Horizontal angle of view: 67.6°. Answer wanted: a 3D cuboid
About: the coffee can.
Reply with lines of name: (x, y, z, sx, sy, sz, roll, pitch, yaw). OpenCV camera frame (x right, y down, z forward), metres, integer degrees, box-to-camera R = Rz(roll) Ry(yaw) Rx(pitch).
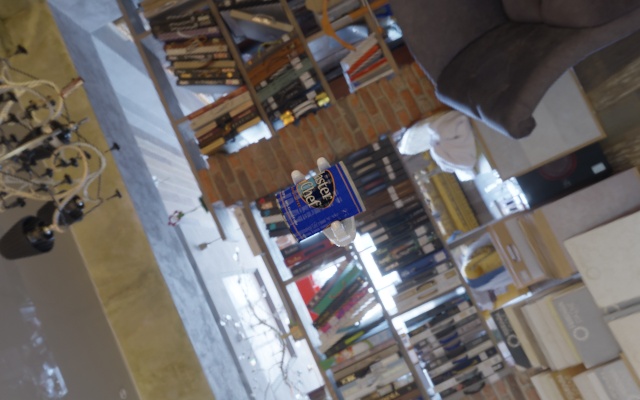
coffee can: (0.000, 0.003, 0.890, 0.140, 0.103, 0.103, -26, -1, 3)
